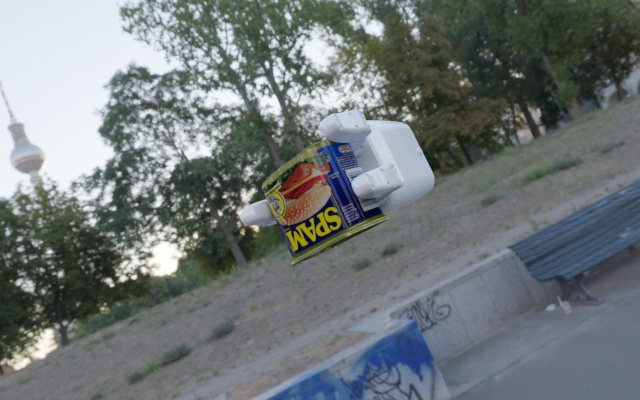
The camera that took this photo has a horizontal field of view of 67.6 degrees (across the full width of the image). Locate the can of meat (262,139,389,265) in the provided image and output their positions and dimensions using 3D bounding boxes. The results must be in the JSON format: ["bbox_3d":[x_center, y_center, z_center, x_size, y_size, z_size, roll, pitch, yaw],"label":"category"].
[{"bbox_3d":[0.000,0.001,0.440,0.057,0.084,0.102,-16,-12,-48],"label":"can of meat"}]
